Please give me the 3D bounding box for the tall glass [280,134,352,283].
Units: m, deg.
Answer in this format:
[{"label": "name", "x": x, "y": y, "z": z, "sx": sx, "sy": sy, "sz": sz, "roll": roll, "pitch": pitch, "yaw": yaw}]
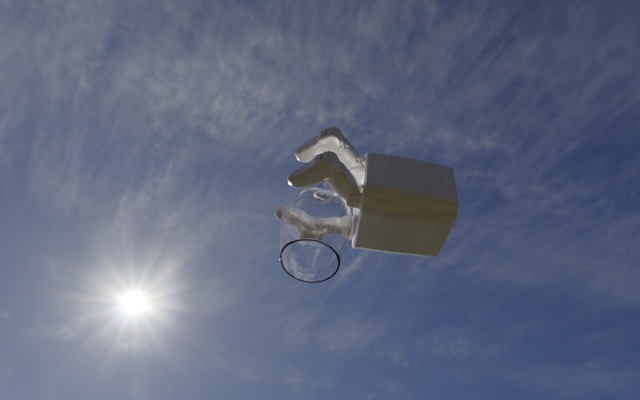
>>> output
[{"label": "tall glass", "x": 0.000, "y": 0.001, "z": 0.559, "sx": 0.079, "sy": 0.079, "sz": 0.201, "roll": 0, "pitch": 37, "yaw": 8}]
